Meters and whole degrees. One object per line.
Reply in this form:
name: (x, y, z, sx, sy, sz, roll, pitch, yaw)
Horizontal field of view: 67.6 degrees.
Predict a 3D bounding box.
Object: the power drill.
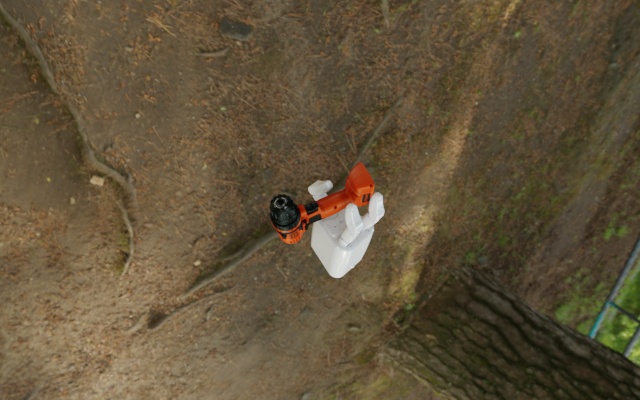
power drill: (0.001, 0.003, 0.839, 0.187, 0.057, 0.184, -25, -17, -7)
